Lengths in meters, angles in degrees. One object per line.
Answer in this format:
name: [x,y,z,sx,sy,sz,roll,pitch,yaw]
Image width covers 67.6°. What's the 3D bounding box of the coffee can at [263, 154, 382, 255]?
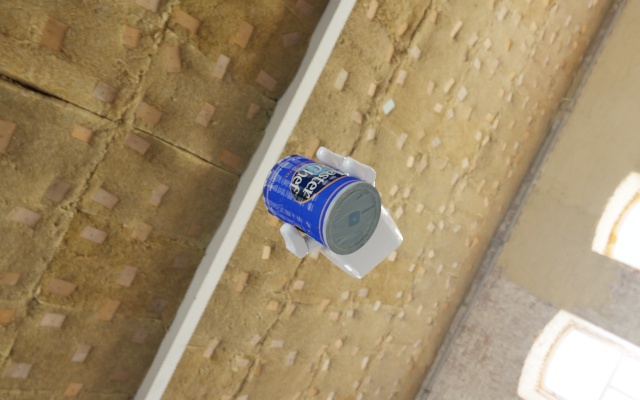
coffee can: [0.000,0.002,0.673,0.103,0.103,0.140,0,19,-44]
